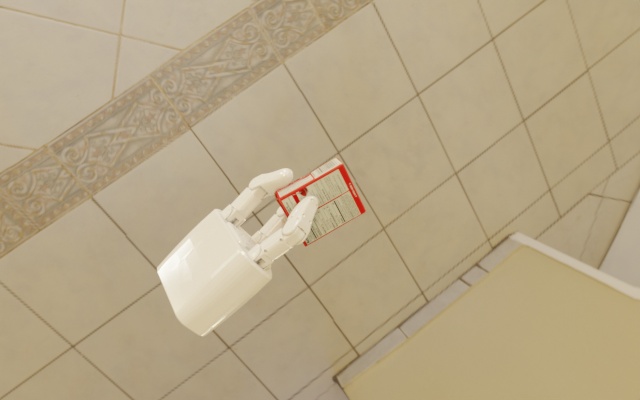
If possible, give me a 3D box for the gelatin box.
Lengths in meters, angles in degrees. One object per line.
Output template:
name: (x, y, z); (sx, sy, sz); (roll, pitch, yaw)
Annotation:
gelatin box: (0.001, 0.002, 0.577); (0.089, 0.073, 0.030); (-30, 26, -2)
